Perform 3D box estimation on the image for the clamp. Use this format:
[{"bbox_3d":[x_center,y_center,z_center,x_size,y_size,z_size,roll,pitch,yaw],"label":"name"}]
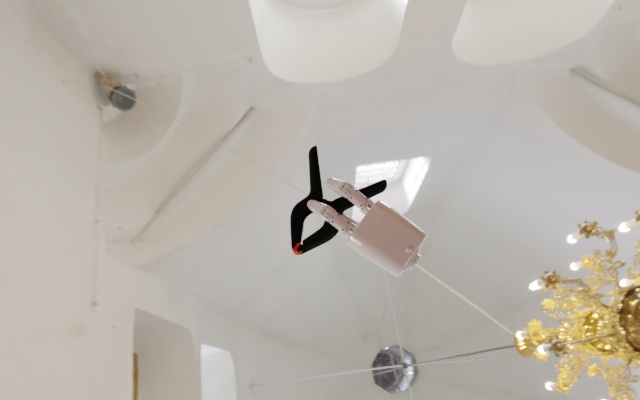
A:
[{"bbox_3d":[0.000,0.004,0.886,0.164,0.210,0.036,34,-14,17],"label":"clamp"}]
